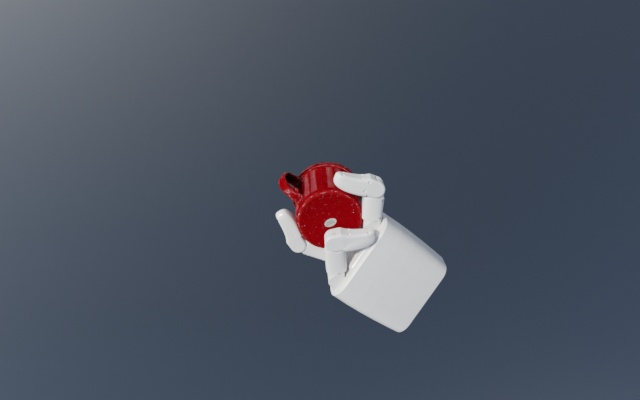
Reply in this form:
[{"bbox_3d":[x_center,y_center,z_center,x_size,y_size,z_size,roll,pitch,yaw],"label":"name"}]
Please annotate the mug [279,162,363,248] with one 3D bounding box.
[{"bbox_3d":[-0.001,0.001,0.599,0.117,0.093,0.081,32,19,-15],"label":"mug"}]
